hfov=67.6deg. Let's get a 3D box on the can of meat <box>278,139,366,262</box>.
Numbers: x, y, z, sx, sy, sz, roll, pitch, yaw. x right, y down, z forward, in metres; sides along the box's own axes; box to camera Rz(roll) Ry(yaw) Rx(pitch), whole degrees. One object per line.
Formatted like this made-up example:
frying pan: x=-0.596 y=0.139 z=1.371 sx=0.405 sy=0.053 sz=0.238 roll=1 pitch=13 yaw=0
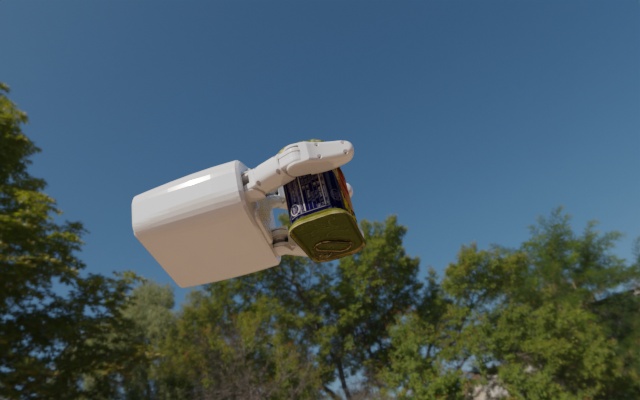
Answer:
can of meat: x=0.000 y=0.001 z=0.459 sx=0.057 sy=0.084 sz=0.102 roll=-19 pitch=-29 yaw=8
